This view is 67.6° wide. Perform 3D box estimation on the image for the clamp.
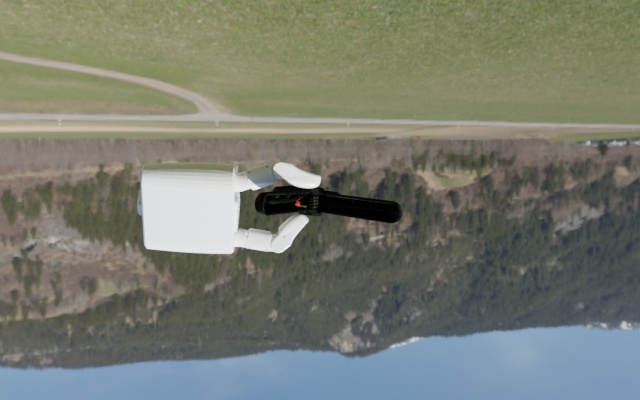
[{"bbox_3d":[0.000,0.003,0.602,0.164,0.036,0.210,6,4,-8],"label":"clamp"}]
